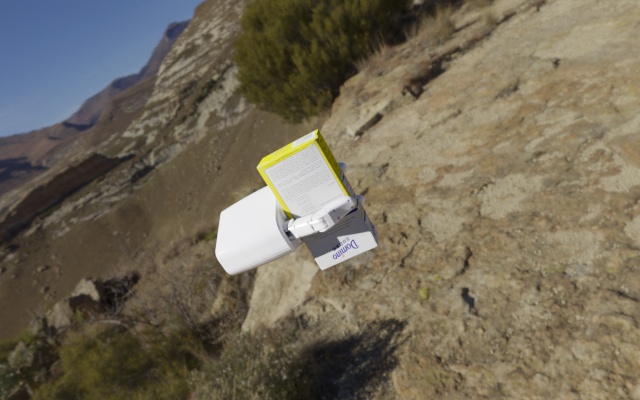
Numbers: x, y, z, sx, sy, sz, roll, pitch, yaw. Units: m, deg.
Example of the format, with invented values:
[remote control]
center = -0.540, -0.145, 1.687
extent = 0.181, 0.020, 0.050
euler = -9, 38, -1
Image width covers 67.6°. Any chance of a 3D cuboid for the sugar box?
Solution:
[sugar box]
center = 0.000, 0.002, 0.657
extent = 0.093, 0.176, 0.048
euler = -25, 21, 16
